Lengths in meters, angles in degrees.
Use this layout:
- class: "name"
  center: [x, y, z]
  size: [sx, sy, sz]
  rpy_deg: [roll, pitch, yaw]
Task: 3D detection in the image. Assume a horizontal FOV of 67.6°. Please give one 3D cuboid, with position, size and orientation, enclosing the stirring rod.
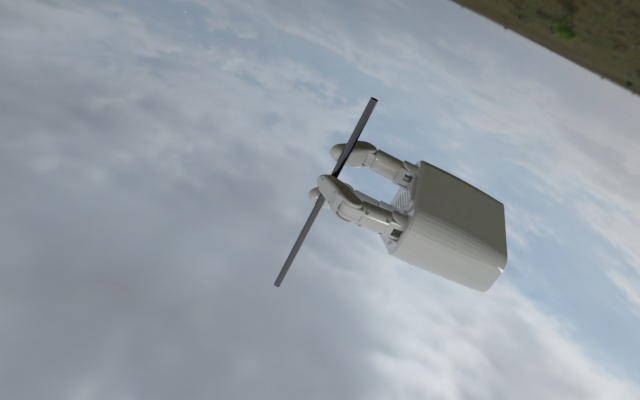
- class: "stirring rod"
  center: [0.000, 0.002, 0.495]
  size: [0.011, 0.240, 0.011]
  rpy_deg: [22, 27, -12]
